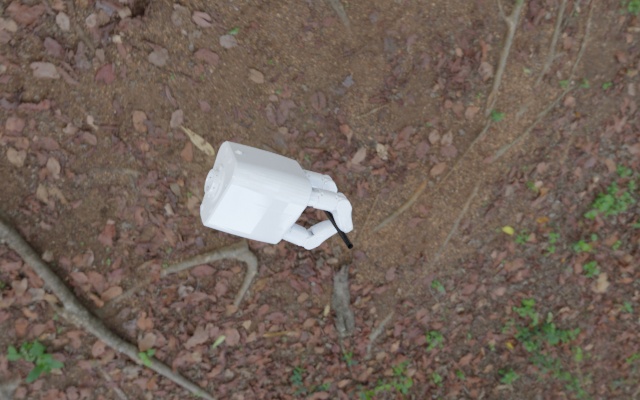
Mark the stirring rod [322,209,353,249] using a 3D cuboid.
[{"bbox_3d":[0.000,0.002,0.734,0.011,0.011,0.239,0,29,-22],"label":"stirring rod"}]
